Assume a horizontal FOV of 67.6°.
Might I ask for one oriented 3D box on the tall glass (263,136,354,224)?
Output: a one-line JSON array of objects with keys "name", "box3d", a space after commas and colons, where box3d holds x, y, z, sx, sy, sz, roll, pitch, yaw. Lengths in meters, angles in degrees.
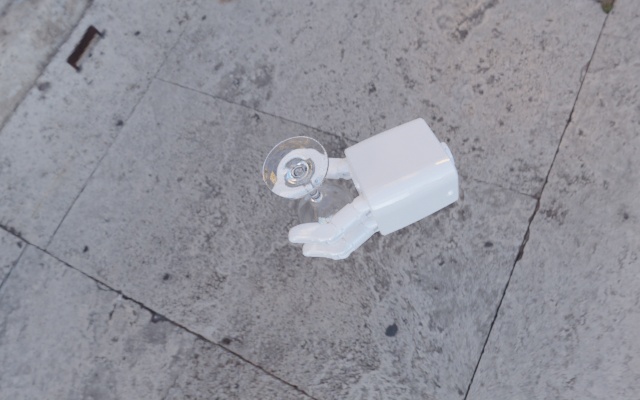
[{"name": "tall glass", "box3d": [0.000, 0.002, 0.594, 0.079, 0.079, 0.201, 0, -23, 17]}]
